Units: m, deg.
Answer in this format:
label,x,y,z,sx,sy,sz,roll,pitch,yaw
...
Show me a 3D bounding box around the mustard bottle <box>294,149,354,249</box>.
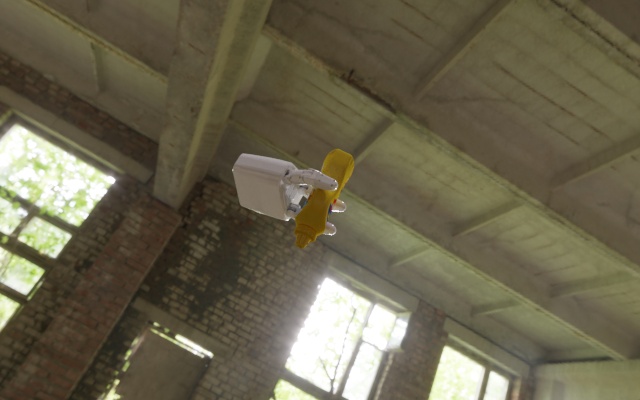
label,x,y,z,sx,sy,sz,roll,pitch,yaw
mustard bottle,0.001,0.003,0.873,0.058,0.191,0.096,26,-27,0
